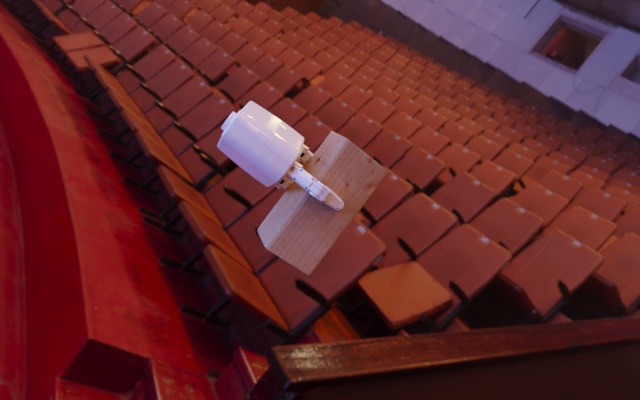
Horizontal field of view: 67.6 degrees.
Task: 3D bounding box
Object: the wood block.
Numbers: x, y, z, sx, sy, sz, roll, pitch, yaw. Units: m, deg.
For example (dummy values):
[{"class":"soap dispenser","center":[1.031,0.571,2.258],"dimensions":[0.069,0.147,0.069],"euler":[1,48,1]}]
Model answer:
[{"class":"wood block","center":[0.000,0.002,0.766],"dimensions":[0.090,0.206,0.090],"euler":[36,4,-23]}]
